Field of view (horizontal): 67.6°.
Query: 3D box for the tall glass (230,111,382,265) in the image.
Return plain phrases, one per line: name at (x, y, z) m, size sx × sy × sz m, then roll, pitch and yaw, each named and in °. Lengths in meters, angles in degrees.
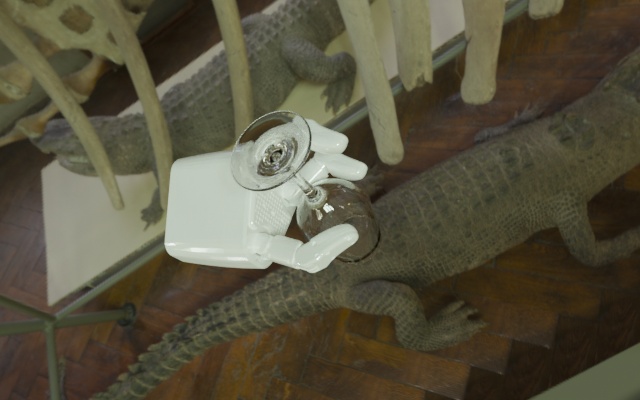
tall glass at (0.000, 0.001, 0.460) m, size 0.079 × 0.079 × 0.201 m, roll 0°, pitch -25°, yaw 27°
